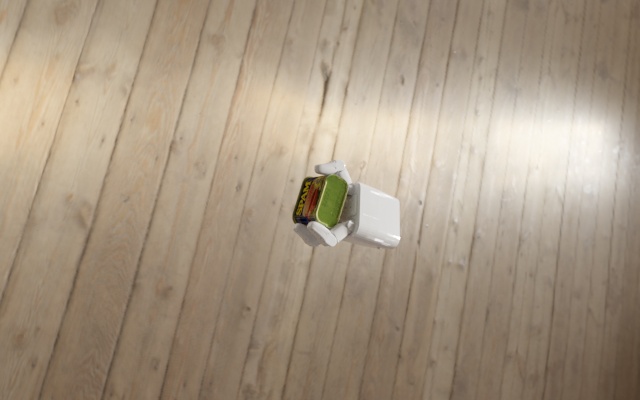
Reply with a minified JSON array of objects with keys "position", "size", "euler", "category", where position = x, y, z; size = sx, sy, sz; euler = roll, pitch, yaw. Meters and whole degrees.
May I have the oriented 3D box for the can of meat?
[{"position":[0.000,0.003,0.886],"size":[0.057,0.102,0.084],"euler":[24,-15,-28],"category":"can of meat"}]
